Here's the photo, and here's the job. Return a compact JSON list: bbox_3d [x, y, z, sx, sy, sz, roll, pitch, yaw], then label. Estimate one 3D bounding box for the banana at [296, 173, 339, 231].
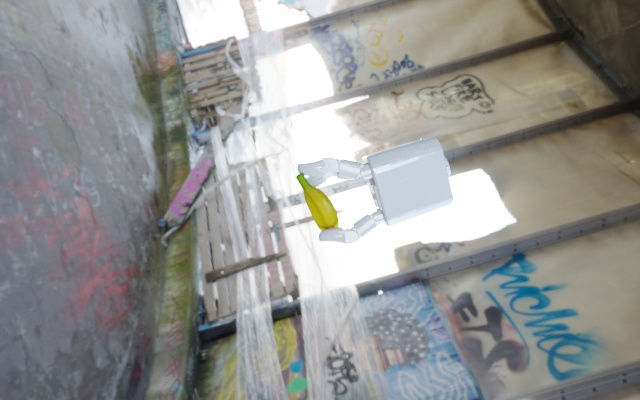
[{"bbox_3d":[0.006,0.018,0.751,0.037,0.069,0.198,-21,-21,1],"label":"banana"}]
